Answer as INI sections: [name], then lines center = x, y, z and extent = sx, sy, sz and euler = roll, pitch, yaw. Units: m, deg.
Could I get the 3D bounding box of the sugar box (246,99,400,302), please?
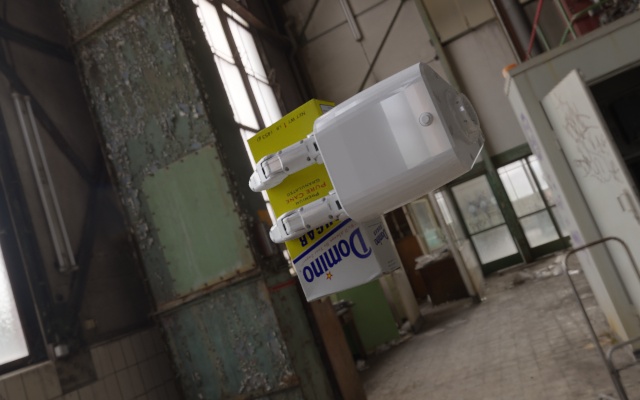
[sugar box]
center = 0.000, 0.001, 0.467
extent = 0.093, 0.176, 0.048
euler = -26, -10, 31
